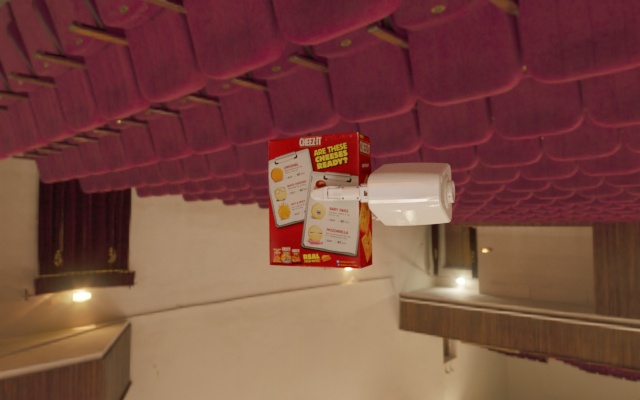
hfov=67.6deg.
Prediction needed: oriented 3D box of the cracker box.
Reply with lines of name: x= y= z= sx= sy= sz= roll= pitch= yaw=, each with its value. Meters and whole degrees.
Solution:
cracker box: x=0.000 y=0.003 z=0.796 sx=0.164 sy=0.213 sz=0.072 roll=-2 pitch=-3 yaw=24
